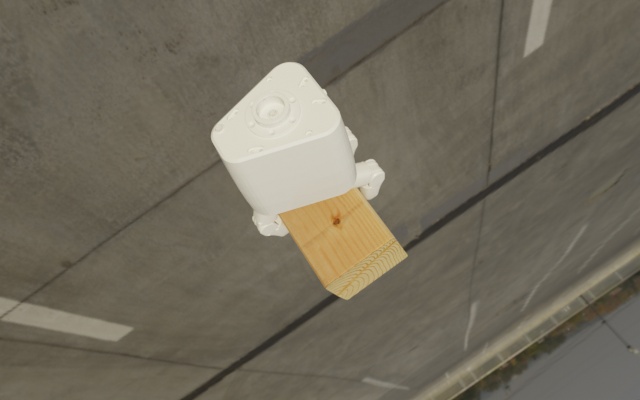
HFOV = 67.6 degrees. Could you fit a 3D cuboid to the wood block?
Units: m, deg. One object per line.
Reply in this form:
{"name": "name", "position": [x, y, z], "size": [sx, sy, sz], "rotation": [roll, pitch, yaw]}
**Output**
{"name": "wood block", "position": [0.000, 0.002, 0.565], "size": [0.091, 0.206, 0.090], "rotation": [-37, -27, 4]}
